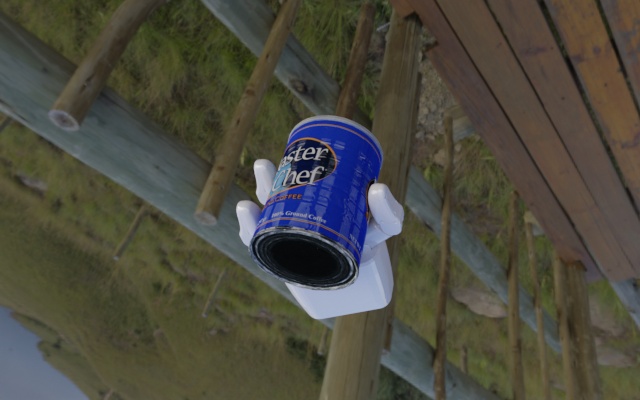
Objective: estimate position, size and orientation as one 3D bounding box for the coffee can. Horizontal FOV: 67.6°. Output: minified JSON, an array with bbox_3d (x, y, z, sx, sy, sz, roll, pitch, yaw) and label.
[{"bbox_3d":[0.000,0.001,0.467,0.103,0.140,0.103,11,-36,8],"label":"coffee can"}]
